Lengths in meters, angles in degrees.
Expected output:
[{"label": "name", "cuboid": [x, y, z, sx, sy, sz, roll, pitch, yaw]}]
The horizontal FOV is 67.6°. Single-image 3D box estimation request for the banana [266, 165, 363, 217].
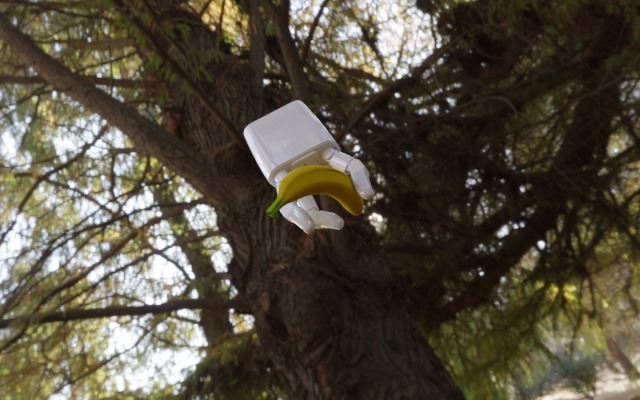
[{"label": "banana", "cuboid": [0.006, -0.013, 0.647, 0.198, 0.070, 0.037, 3, 33, -50]}]
